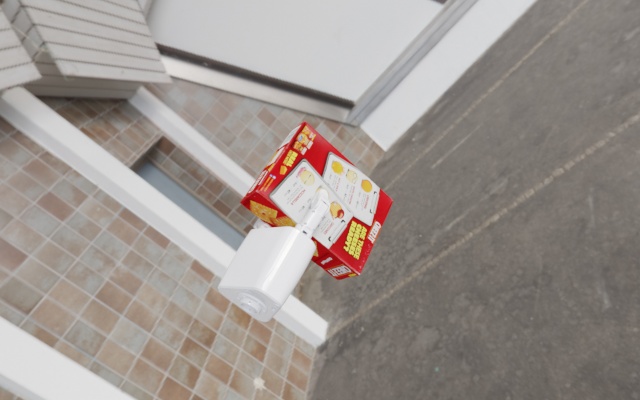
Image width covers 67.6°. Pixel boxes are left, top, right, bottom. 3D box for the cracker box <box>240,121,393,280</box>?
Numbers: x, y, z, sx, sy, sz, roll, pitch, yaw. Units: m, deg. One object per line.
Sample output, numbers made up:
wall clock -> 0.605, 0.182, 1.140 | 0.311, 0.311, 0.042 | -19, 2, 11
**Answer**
cracker box -> 0.000, 0.002, 0.787 | 0.214, 0.164, 0.072 | 41, -34, -17
